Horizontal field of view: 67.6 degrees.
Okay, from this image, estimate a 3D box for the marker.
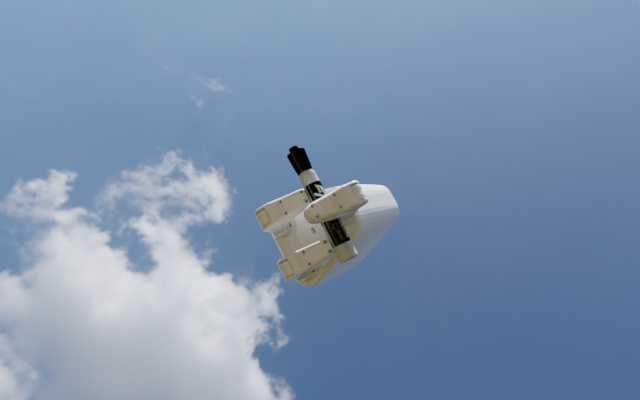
[{"bbox_3d":[0.000,0.001,0.452,0.020,0.121,0.020,-26,-12,-6],"label":"marker"}]
